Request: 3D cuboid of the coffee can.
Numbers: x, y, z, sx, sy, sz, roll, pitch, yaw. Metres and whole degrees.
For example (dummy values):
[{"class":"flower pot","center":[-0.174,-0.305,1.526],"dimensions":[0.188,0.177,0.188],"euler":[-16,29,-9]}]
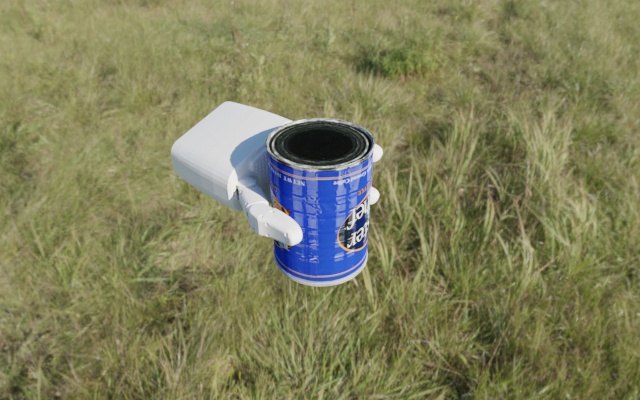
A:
[{"class":"coffee can","center":[0.000,0.002,0.485],"dimensions":[0.103,0.140,0.102],"euler":[0,35,0]}]
